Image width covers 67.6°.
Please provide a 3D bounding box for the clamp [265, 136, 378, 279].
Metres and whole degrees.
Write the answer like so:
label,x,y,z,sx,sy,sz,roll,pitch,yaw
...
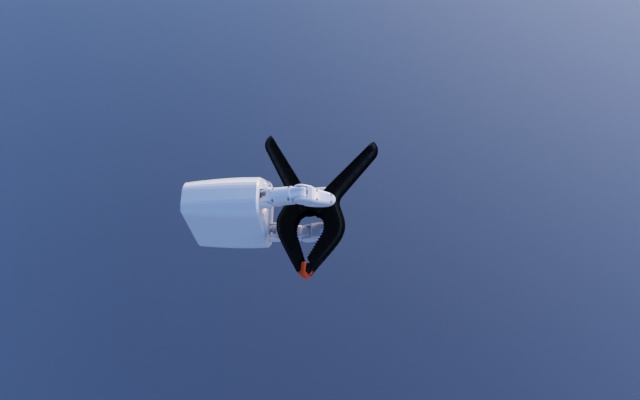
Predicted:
label,x,y,z,sx,sy,sz,roll,pitch,yaw
clamp,0.000,0.002,0.664,0.164,0.210,0.036,-2,-19,7
